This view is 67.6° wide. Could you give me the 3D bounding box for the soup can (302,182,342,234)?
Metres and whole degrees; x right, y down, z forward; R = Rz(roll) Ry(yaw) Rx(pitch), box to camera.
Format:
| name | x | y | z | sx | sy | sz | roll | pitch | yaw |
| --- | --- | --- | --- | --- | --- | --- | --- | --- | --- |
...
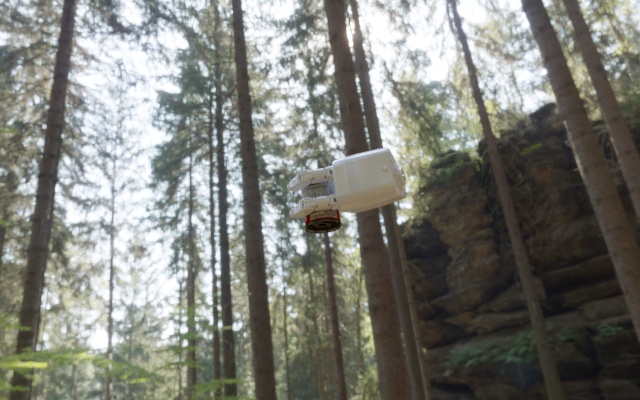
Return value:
| name | x | y | z | sx | sy | sz | roll | pitch | yaw |
| --- | --- | --- | --- | --- | --- | --- | --- | --- | --- |
| soup can | 0.000 | 0.003 | 0.893 | 0.068 | 0.102 | 0.068 | -6 | -23 | -2 |
